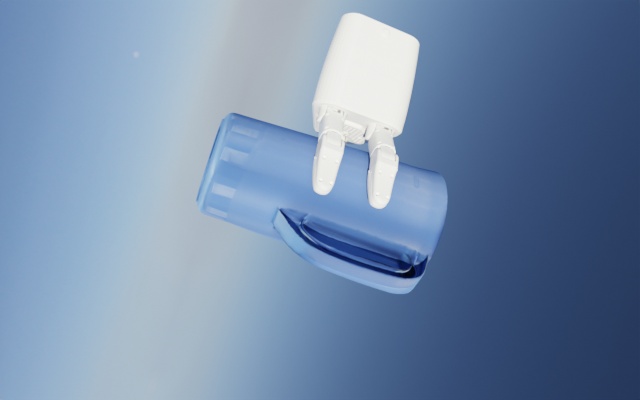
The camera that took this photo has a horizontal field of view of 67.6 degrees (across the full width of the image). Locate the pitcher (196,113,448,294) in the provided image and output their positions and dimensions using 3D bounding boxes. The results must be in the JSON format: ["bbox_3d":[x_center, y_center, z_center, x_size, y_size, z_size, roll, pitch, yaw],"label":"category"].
[{"bbox_3d":[0.000,0.001,0.501,0.243,0.145,0.149,18,-10,-12],"label":"pitcher"}]
